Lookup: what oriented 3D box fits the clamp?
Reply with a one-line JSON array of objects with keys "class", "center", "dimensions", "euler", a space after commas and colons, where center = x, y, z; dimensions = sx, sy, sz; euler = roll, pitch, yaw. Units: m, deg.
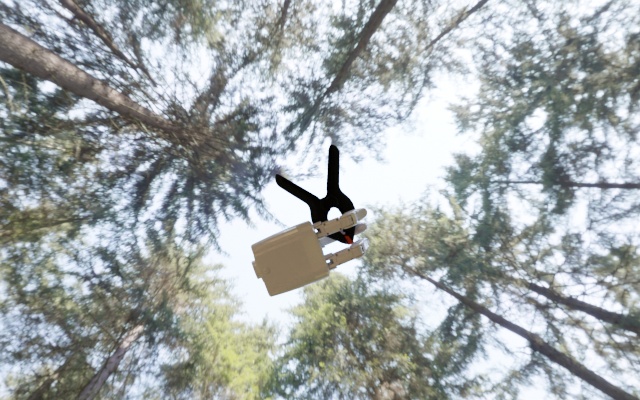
[{"class": "clamp", "center": [0.000, 0.003, 0.807], "dimensions": [0.120, 0.171, 0.039], "euler": [-21, 4, -8]}]
